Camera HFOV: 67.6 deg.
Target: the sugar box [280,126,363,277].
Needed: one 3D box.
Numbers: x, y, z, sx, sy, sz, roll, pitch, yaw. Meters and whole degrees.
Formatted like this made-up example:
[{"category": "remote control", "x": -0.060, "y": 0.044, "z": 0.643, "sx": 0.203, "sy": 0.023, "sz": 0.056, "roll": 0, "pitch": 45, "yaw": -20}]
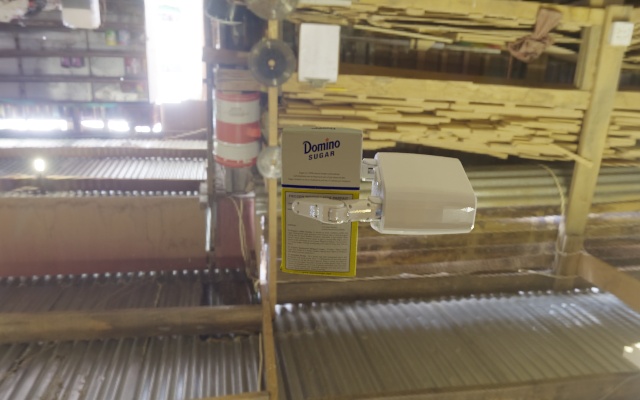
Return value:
[{"category": "sugar box", "x": 0.000, "y": 0.002, "z": 0.569, "sx": 0.093, "sy": 0.176, "sz": 0.048, "roll": 3, "pitch": 17, "yaw": 2}]
